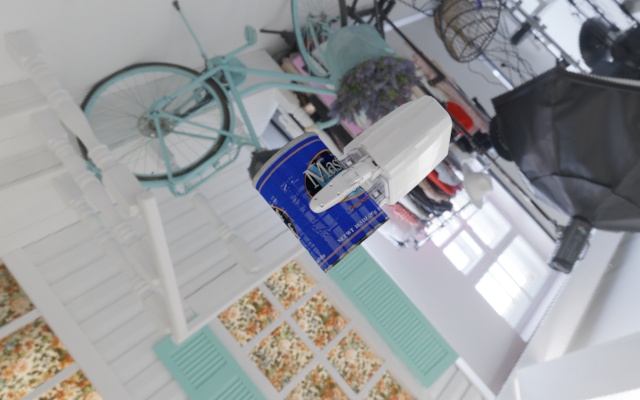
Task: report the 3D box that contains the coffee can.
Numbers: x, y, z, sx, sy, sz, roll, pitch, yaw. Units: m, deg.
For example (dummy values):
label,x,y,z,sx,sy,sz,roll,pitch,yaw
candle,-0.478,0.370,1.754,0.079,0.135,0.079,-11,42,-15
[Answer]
label,x,y,z,sx,sy,sz,roll,pitch,yaw
coffee can,0.000,0.002,0.580,0.103,0.140,0.103,-40,-7,-6
